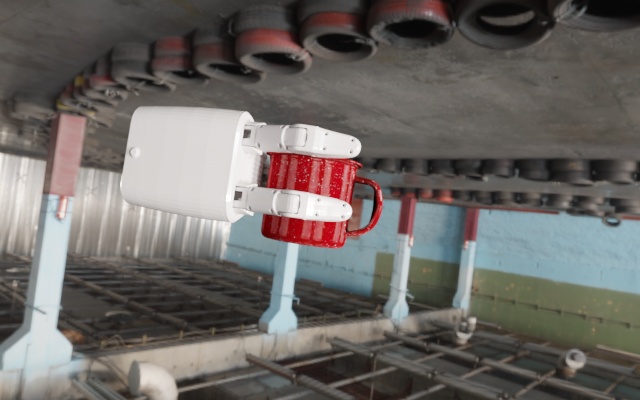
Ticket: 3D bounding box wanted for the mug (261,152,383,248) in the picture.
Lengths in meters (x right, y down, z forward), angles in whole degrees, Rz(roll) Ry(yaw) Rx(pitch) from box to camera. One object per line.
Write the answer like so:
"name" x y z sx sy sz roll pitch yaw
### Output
"mug" 0.001 0.002 0.453 0.117 0.081 0.093 8 -2 11
